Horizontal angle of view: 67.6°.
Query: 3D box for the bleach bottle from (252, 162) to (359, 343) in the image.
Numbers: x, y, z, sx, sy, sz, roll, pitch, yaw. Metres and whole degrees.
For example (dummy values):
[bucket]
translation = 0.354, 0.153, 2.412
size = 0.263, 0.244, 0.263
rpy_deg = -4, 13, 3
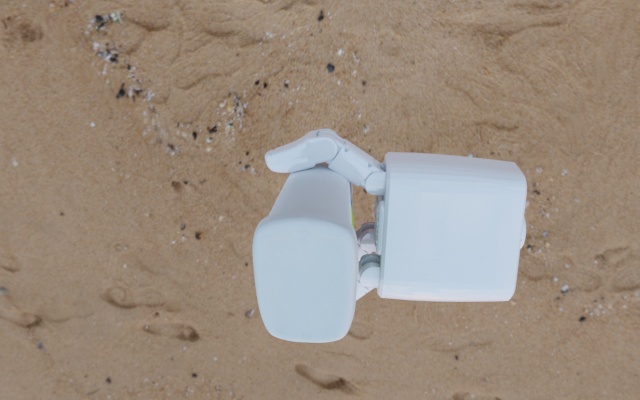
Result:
[bleach bottle]
translation = 0.000, 0.001, 0.417
size = 0.068, 0.103, 0.250
rpy_deg = 2, 27, 4
